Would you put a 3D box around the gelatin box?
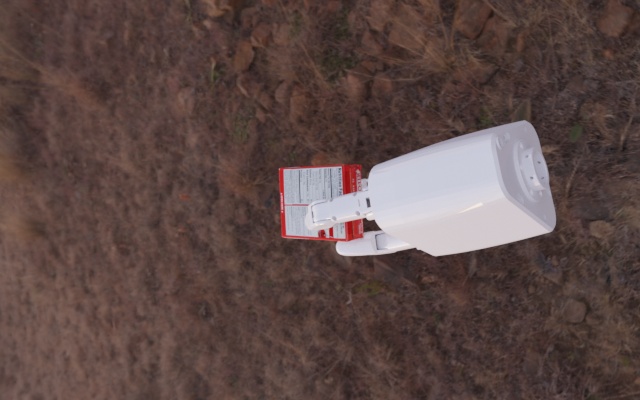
[{"bbox_3d":[0.000,0.002,0.479,0.089,0.073,0.030,0,4,39],"label":"gelatin box"}]
